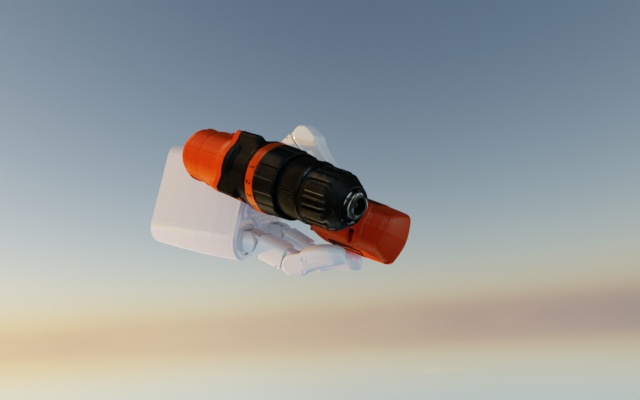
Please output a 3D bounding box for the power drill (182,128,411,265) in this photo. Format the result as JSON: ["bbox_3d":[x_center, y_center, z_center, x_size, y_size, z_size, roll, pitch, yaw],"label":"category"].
[{"bbox_3d":[0.000,0.001,0.401,0.184,0.057,0.188,22,-5,42],"label":"power drill"}]
